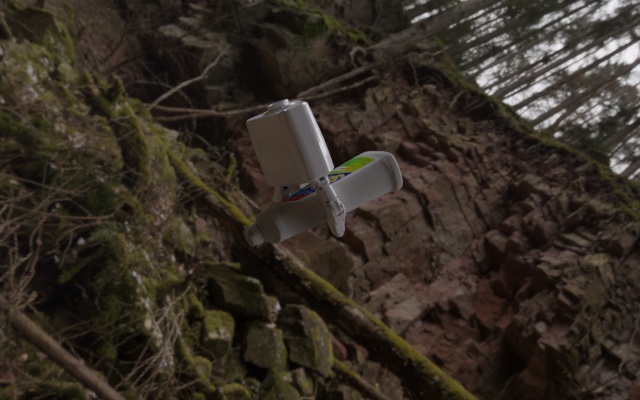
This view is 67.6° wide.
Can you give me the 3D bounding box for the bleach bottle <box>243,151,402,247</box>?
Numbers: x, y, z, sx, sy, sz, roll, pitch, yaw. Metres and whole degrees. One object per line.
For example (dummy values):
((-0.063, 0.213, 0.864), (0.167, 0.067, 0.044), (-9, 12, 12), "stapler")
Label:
((0.000, 0.002, 0.740), (0.251, 0.068, 0.102), (-28, 18, -23), "bleach bottle")
